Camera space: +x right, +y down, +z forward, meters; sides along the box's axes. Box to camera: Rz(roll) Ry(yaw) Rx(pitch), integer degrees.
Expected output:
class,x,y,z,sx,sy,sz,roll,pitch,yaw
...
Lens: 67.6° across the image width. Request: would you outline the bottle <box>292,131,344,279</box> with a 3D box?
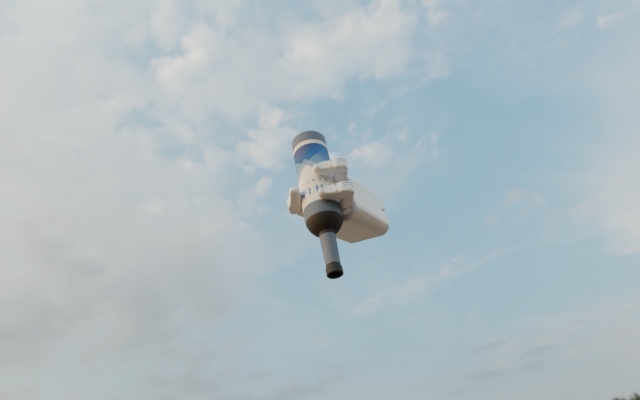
class,x,y,z,sx,sy,sz,roll,pitch,yaw
bottle,0.000,0.003,0.843,0.069,0.295,0.069,-7,-37,-6
